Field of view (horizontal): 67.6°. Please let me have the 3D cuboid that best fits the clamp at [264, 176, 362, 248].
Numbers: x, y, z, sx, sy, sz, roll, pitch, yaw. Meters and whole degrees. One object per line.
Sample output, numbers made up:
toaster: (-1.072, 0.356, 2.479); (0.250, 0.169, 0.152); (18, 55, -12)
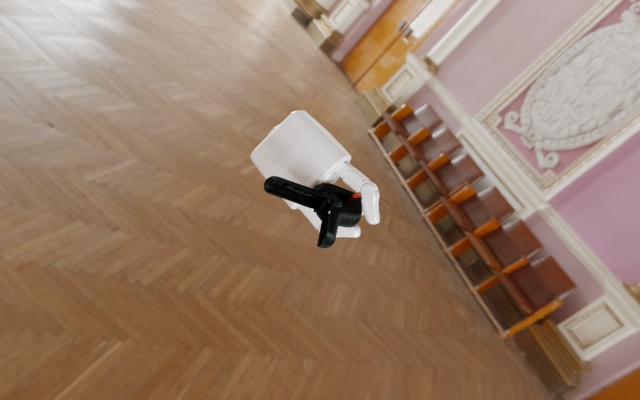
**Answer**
clamp: (0.001, 0.002, 0.649); (0.039, 0.120, 0.171); (-47, -11, 22)
